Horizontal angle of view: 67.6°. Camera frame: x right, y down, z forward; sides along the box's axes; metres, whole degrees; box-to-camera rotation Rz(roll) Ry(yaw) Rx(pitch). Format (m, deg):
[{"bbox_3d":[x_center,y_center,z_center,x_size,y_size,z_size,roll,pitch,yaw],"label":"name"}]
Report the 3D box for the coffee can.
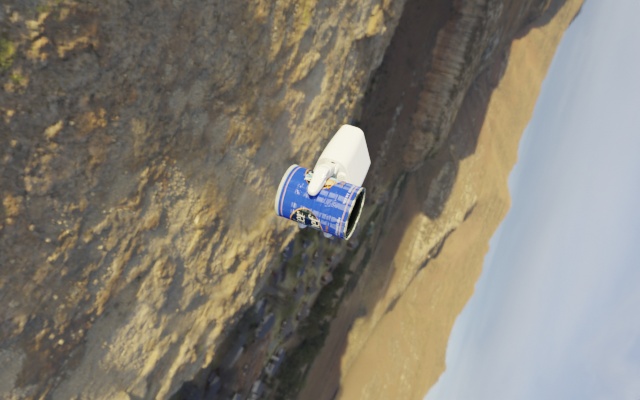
[{"bbox_3d":[0.000,0.003,0.887,0.140,0.103,0.103,19,5,14],"label":"coffee can"}]
